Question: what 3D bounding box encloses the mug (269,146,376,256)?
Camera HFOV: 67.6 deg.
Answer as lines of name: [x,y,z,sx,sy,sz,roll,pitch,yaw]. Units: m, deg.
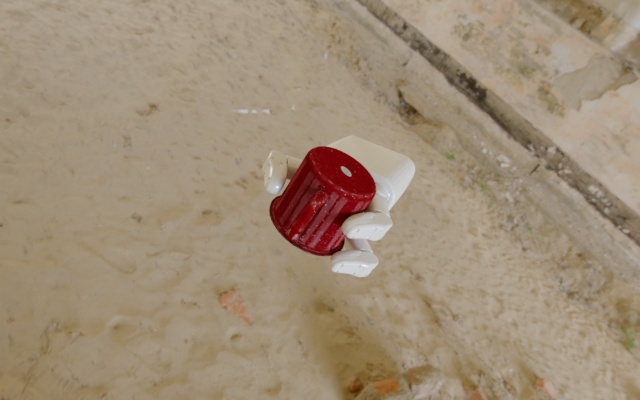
mug: [0.000,0.002,0.490,0.093,0.081,0.117,38,31,7]
